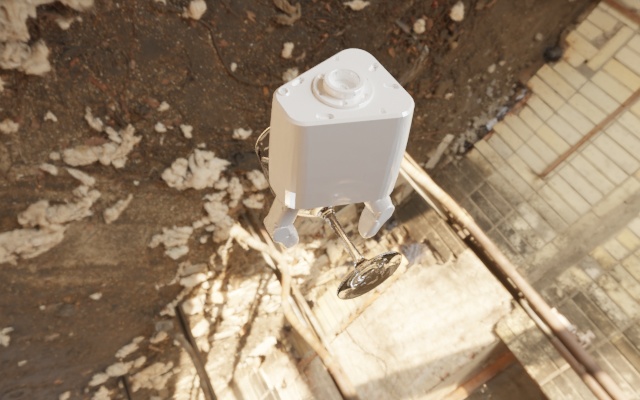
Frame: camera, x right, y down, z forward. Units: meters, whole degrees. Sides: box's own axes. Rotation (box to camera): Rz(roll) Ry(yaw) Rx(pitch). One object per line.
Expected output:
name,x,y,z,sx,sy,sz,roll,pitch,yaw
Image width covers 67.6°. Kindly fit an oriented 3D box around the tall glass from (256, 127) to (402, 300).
tall glass,0.000,0.002,0.509,0.079,0.201,0.079,-24,-31,-16
